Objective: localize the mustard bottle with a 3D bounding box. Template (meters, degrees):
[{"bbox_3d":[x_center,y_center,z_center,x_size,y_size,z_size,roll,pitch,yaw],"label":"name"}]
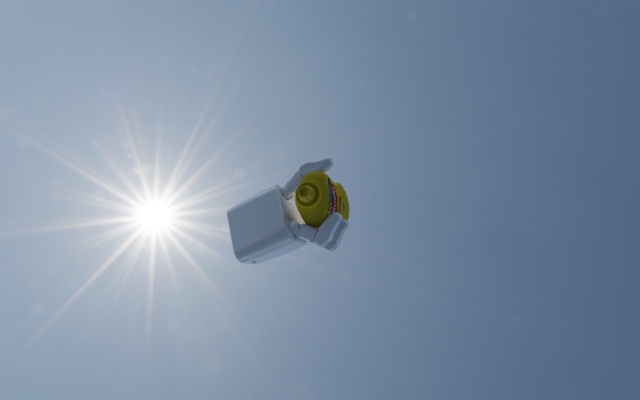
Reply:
[{"bbox_3d":[0.001,0.003,0.813,0.058,0.096,0.192,0,-10,17],"label":"mustard bottle"}]
